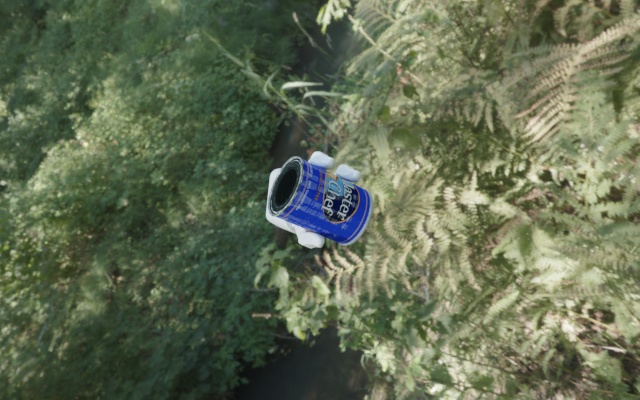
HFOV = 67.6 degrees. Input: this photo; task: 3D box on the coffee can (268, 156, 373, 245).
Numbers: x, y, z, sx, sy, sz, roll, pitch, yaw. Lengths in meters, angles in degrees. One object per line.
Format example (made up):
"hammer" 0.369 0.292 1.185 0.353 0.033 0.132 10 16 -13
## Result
"coffee can" 0.000 0.003 0.779 0.140 0.103 0.103 24 -12 -27
